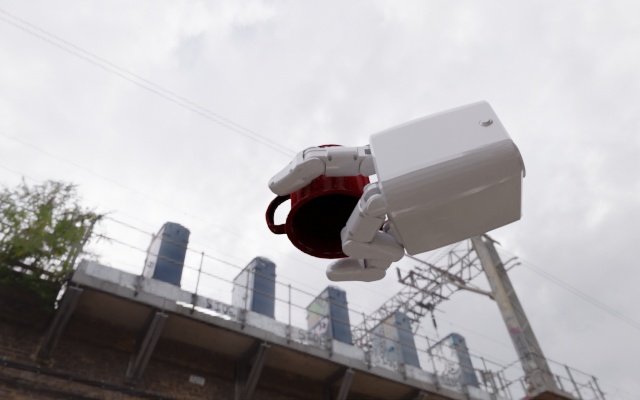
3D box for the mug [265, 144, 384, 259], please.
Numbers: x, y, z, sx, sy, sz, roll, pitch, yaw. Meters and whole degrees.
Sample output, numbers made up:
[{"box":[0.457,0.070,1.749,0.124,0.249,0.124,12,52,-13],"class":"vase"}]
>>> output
[{"box":[-0.001,0.002,0.478,0.117,0.093,0.081,-18,41,12],"class":"mug"}]
